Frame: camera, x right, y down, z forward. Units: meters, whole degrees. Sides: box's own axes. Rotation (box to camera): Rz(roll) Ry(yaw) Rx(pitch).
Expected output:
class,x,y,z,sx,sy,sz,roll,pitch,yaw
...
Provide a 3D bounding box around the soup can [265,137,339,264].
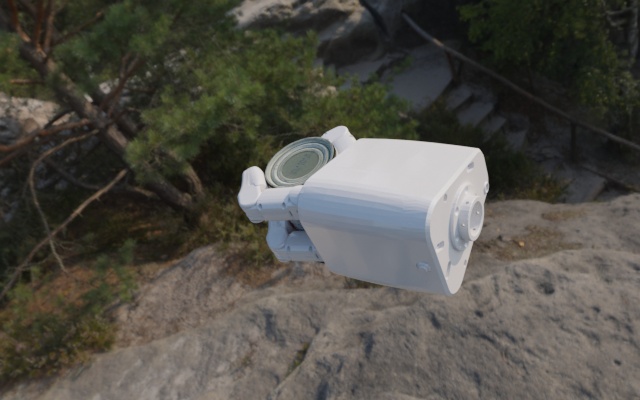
class,x,y,z,sx,sy,sz,roll,pitch,yaw
soup can,0.000,0.001,0.440,0.068,0.068,0.102,0,-43,31
